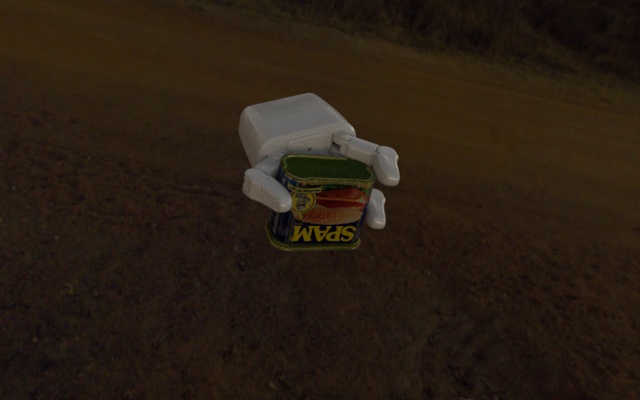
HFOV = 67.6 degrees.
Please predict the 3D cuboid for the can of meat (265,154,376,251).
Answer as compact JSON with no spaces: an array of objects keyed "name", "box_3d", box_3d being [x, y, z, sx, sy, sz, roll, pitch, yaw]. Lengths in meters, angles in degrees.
[{"name":"can of meat","box_3d":[0.000,0.001,0.494,0.102,0.084,0.057,1,31,-20]}]
